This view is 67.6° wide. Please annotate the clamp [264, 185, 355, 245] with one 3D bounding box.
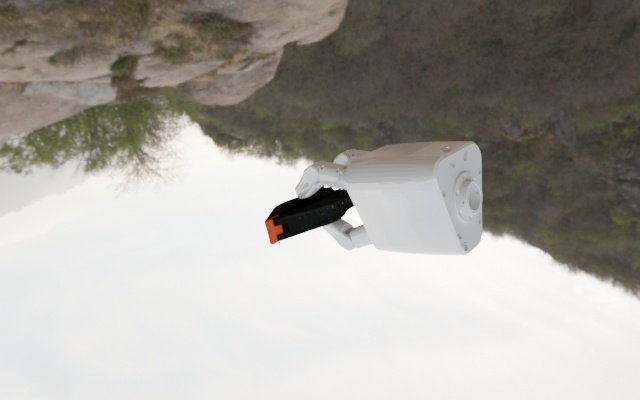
[{"bbox_3d":[0.000,0.003,0.598,0.164,0.036,0.210,-2,17,46],"label":"clamp"}]
